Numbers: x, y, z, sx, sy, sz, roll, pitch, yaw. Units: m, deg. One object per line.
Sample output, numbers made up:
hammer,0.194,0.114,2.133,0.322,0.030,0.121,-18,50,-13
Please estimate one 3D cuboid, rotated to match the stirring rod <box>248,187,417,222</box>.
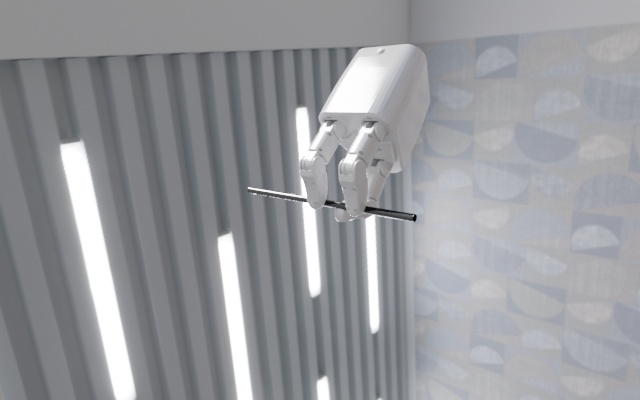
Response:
stirring rod,0.000,0.002,0.538,0.239,0.011,0.011,10,6,40
